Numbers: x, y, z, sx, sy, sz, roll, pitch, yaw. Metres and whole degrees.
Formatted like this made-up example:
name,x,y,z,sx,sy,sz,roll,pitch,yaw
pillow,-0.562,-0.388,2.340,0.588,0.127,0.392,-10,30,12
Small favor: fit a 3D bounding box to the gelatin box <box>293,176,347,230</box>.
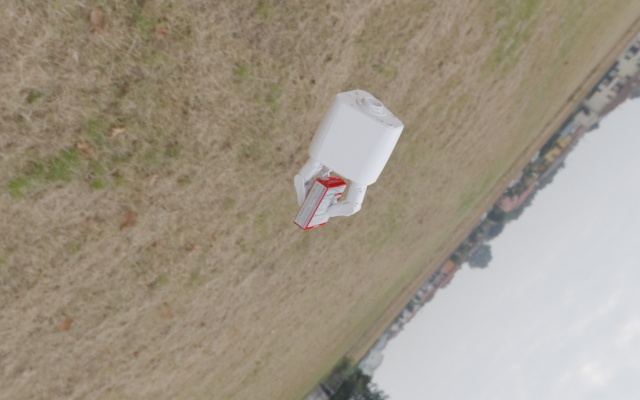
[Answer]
name,x,y,z,sx,sy,sz,roll,pitch,yaw
gelatin box,0.000,0.003,0.799,0.030,0.089,0.073,35,20,20
